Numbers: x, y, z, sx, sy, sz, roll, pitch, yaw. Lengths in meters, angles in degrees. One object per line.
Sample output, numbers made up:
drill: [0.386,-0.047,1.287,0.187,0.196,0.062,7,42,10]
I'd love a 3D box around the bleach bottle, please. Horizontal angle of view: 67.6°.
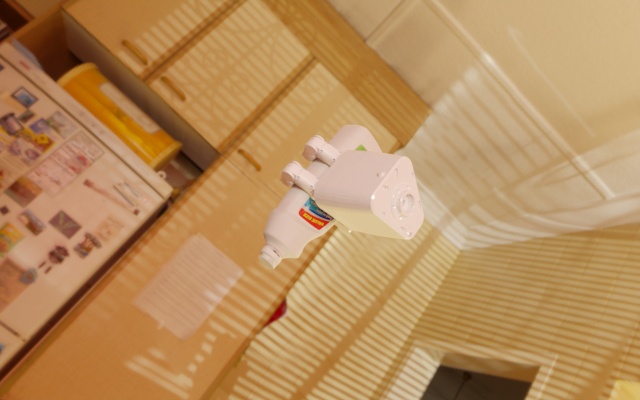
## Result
bleach bottle: [0.000,0.002,0.717,0.068,0.250,0.103,11,-35,47]
